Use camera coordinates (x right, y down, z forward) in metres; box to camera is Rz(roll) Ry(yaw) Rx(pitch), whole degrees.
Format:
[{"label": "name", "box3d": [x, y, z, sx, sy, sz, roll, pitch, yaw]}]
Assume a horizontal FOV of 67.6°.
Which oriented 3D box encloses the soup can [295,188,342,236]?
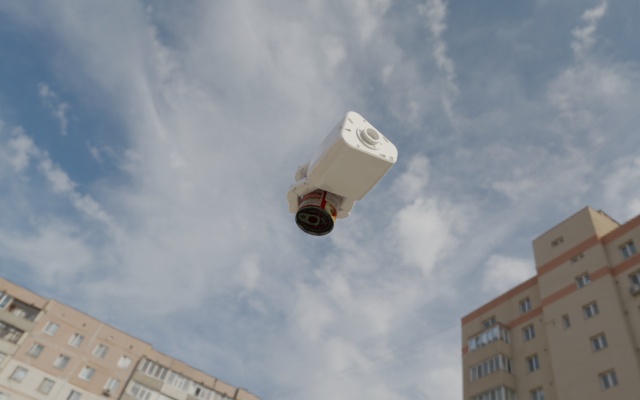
[{"label": "soup can", "box3d": [0.000, 0.003, 0.841, 0.068, 0.069, 0.102, 0, 41, 16]}]
